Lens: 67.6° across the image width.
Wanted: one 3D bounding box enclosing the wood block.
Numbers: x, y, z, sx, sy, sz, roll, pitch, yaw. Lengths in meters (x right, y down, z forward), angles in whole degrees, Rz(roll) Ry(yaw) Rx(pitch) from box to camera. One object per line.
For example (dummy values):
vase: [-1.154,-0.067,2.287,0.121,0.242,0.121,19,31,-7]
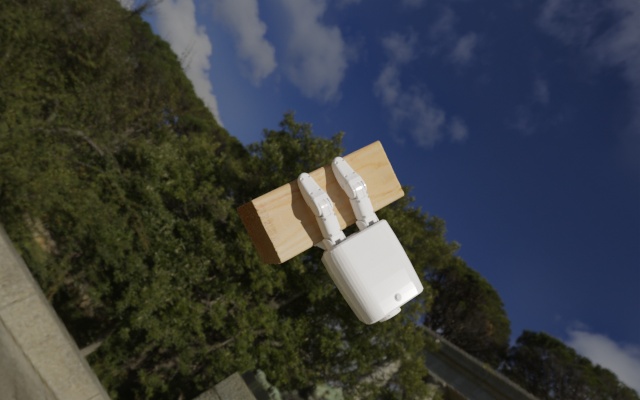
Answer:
wood block: [0.000,0.003,0.674,0.206,0.090,0.091,-27,3,-24]
